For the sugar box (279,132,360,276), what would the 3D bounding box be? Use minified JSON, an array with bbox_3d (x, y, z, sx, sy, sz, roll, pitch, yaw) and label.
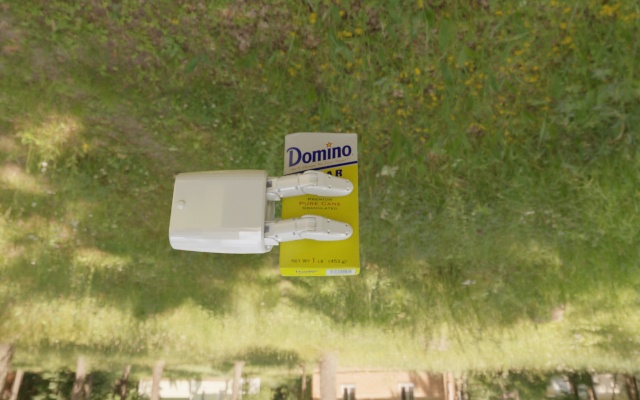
[{"bbox_3d":[0.000,0.002,0.581,0.093,0.176,0.048,0,-20,0],"label":"sugar box"}]
